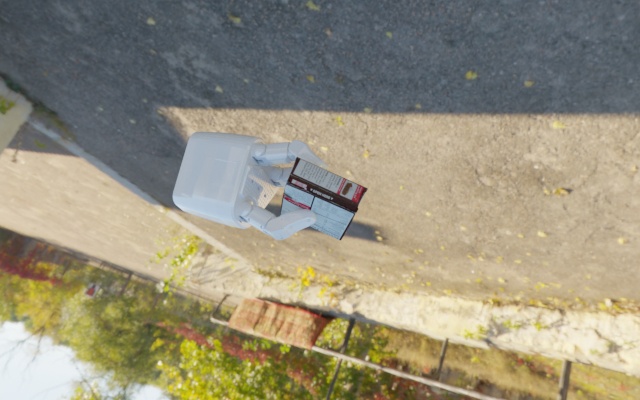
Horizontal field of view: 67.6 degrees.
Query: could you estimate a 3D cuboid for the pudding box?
[{"bbox_3d":[0.000,0.002,0.581,0.090,0.039,0.113,23,-20,1],"label":"pudding box"}]
